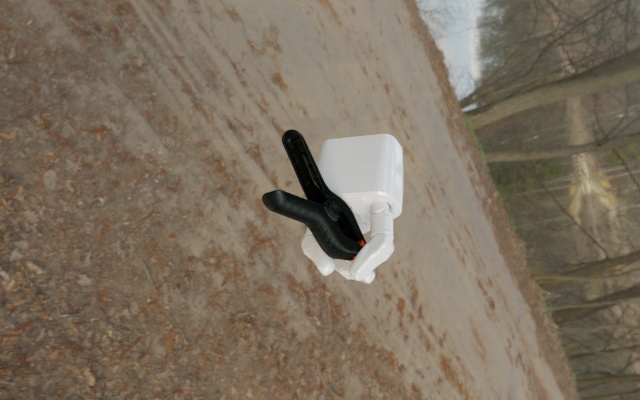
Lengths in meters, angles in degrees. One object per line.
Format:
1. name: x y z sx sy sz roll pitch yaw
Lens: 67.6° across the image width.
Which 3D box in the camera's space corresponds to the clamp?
1. clamp: 0.001 0.002 0.540 0.039 0.120 0.171 -16 -44 30
